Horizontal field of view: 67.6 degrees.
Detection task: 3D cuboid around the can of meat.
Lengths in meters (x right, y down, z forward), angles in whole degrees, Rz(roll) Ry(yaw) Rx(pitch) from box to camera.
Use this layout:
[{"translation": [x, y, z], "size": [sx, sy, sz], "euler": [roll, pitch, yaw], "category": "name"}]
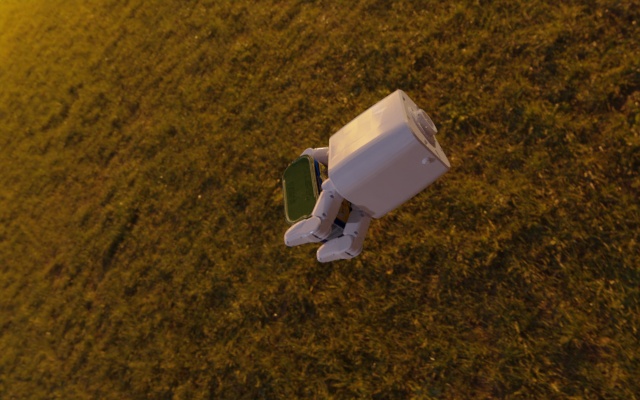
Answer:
[{"translation": [0.000, 0.002, 0.601], "size": [0.057, 0.102, 0.084], "euler": [-32, -44, 27], "category": "can of meat"}]
